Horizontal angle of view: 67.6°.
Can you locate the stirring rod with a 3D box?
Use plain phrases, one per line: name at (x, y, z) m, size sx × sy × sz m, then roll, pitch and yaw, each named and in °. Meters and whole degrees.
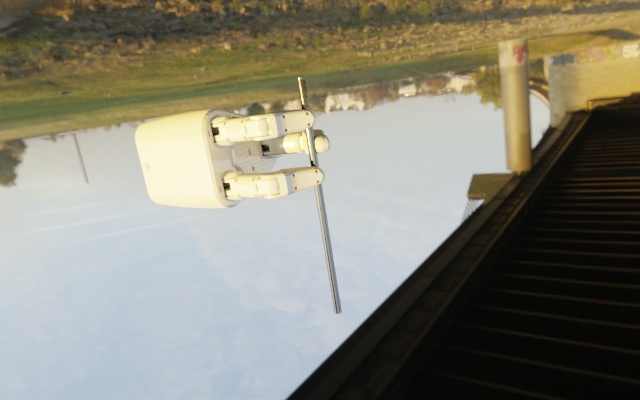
stirring rod at (0.000, 0.001, 0.472) m, size 0.011 × 0.239 × 0.011 m, roll -9°, pitch 14°, yaw 2°
